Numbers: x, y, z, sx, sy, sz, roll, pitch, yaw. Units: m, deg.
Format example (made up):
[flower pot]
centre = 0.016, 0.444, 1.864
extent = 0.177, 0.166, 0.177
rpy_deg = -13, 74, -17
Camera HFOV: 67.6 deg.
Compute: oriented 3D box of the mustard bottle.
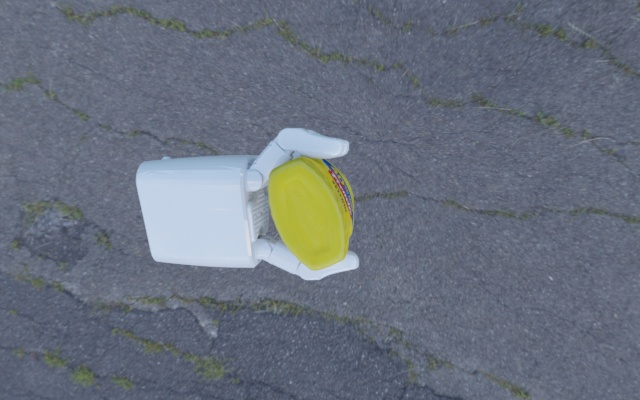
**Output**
[mustard bottle]
centre = 0.000, 0.002, 0.486
extent = 0.058, 0.096, 0.191
rpy_deg = -25, 3, 10
